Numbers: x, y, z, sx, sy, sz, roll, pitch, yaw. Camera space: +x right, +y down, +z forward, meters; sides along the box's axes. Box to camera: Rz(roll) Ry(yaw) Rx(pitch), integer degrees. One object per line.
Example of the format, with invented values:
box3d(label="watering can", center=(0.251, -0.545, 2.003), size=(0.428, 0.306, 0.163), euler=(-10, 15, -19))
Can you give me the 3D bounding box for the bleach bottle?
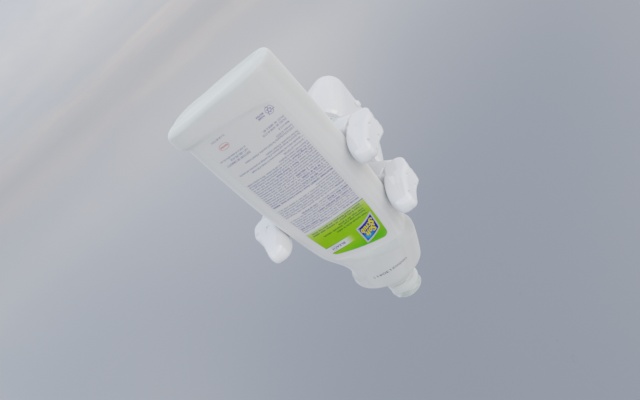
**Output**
box3d(label="bleach bottle", center=(0.000, 0.001, 0.405), size=(0.102, 0.251, 0.068), euler=(-33, 27, 20))
